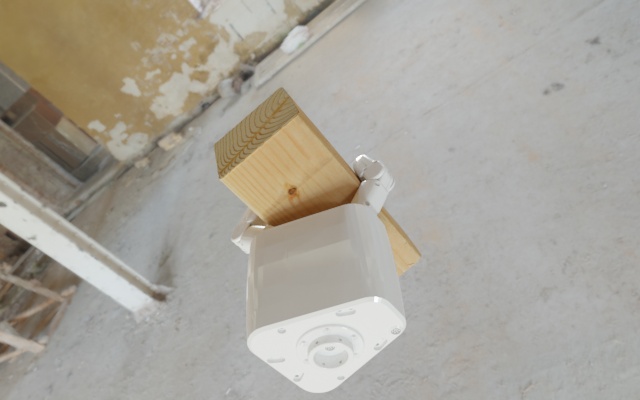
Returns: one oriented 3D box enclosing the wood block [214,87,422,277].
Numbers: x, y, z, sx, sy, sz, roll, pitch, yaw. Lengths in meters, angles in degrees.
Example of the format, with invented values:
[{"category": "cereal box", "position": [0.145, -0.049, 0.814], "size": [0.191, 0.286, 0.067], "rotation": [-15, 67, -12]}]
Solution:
[{"category": "wood block", "position": [0.000, 0.001, 0.480], "size": [0.091, 0.206, 0.090], "rotation": [-39, 30, 6]}]
